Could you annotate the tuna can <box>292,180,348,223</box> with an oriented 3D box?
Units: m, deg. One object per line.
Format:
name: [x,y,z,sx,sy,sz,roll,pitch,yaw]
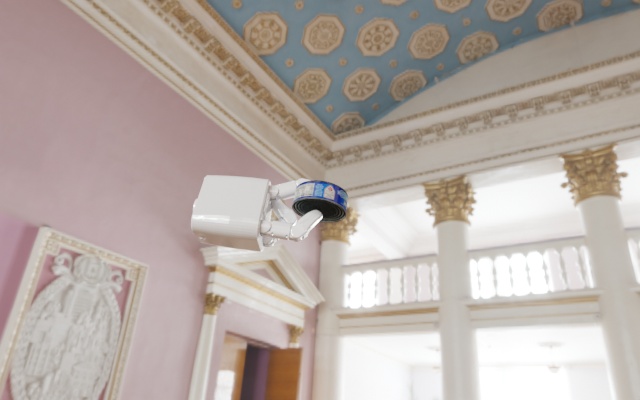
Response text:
tuna can: [0.000,0.002,0.750,0.086,0.033,0.086,8,-25,4]
